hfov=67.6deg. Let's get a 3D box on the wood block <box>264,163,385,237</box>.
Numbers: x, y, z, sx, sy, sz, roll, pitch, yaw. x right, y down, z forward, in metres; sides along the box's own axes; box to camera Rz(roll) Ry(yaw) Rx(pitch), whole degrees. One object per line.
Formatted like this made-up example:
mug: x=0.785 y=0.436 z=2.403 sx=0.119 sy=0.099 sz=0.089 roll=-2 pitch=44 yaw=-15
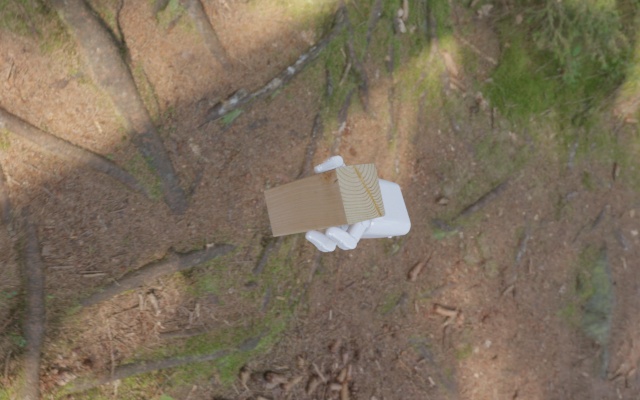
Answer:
wood block: x=0.000 y=0.002 z=0.826 sx=0.090 sy=0.091 sz=0.206 roll=-10 pitch=-2 yaw=-40
